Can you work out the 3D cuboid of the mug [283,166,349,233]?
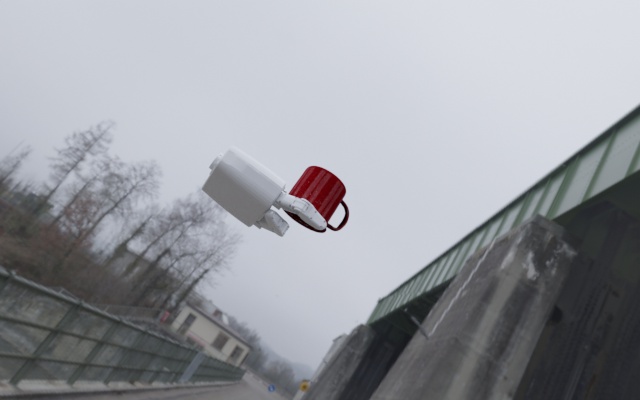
[{"bbox_3d":[0.001,0.003,0.808,0.117,0.081,0.093,37,-20,-10],"label":"mug"}]
